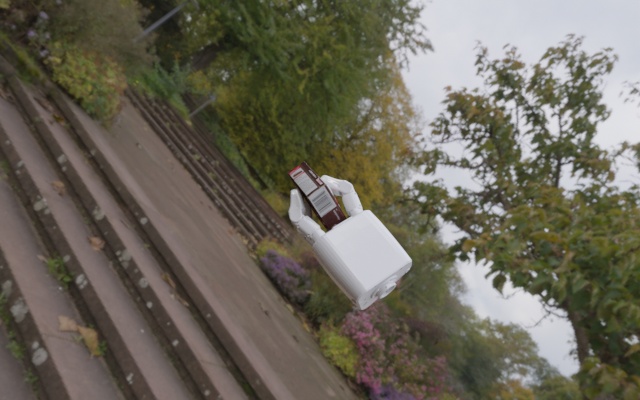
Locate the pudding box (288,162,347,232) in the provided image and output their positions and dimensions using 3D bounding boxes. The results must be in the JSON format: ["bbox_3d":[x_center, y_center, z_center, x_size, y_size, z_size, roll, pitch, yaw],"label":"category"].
[{"bbox_3d":[0.000,0.002,0.775,0.039,0.114,0.090,-34,37,-6],"label":"pudding box"}]
